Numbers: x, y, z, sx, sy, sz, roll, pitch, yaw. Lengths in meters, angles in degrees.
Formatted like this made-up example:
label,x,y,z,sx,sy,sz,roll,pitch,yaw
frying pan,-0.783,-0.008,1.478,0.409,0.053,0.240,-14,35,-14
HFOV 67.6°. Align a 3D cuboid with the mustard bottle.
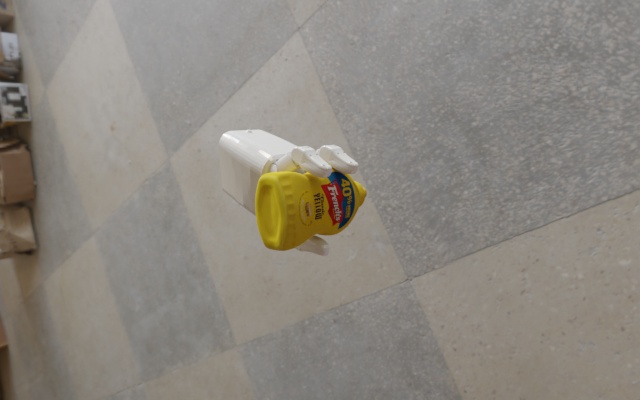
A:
label,x,y,z,sx,sy,sz,roll,pitch,yaw
mustard bottle,0.000,0.002,0.646,0.058,0.096,0.191,1,9,41
